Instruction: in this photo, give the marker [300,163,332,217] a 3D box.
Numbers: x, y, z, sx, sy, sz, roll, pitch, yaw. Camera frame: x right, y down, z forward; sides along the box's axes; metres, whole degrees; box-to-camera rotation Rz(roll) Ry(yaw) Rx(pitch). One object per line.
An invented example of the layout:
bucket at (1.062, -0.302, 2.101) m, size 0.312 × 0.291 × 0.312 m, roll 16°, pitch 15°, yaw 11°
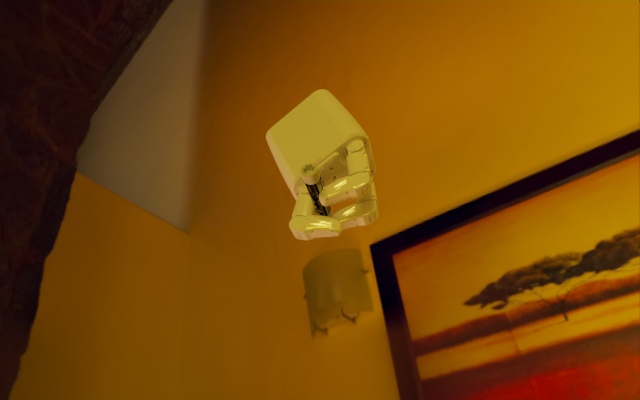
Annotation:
marker at (0.000, 0.002, 0.556) m, size 0.020 × 0.020 × 0.121 m, roll 0°, pitch -35°, yaw 15°
